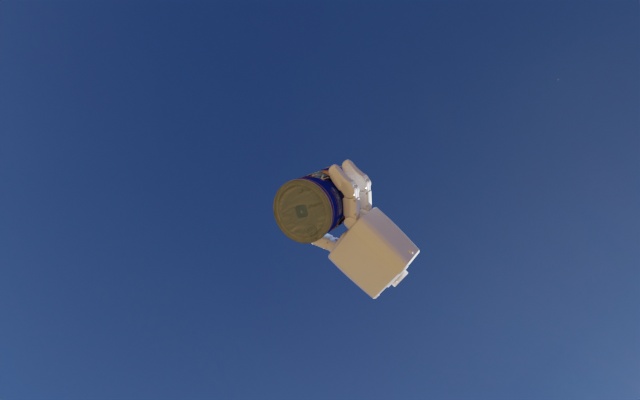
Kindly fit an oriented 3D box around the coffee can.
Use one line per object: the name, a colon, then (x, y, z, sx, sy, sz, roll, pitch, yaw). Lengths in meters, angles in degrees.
coffee can: (0.000, 0.003, 0.799, 0.103, 0.103, 0.140, 0, 13, 27)
